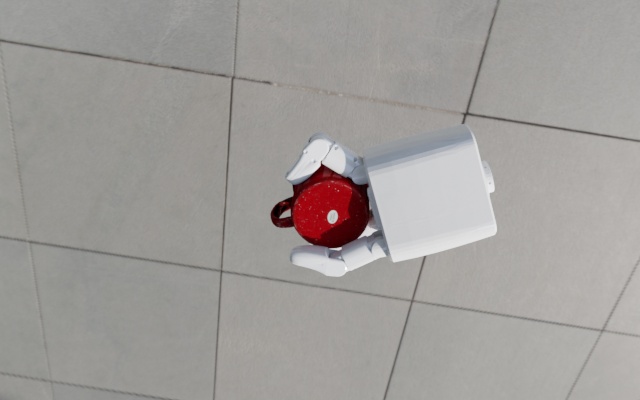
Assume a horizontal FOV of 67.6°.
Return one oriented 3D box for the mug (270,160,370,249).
[{"bbox_3d":[-0.001,0.002,0.518,0.117,0.093,0.081,-15,24,10],"label":"mug"}]
